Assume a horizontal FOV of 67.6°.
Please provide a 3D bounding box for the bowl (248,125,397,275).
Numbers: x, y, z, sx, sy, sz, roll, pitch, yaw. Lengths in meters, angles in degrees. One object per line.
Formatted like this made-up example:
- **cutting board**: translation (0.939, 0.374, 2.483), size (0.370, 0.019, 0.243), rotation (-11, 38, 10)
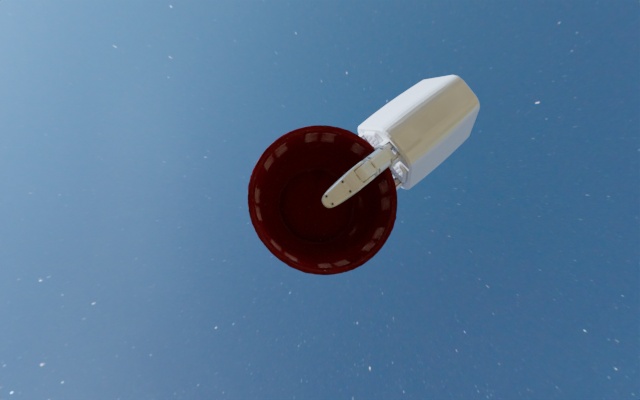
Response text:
- **bowl**: translation (-0.001, 0.002, 0.530), size (0.162, 0.162, 0.055), rotation (0, -9, -10)
